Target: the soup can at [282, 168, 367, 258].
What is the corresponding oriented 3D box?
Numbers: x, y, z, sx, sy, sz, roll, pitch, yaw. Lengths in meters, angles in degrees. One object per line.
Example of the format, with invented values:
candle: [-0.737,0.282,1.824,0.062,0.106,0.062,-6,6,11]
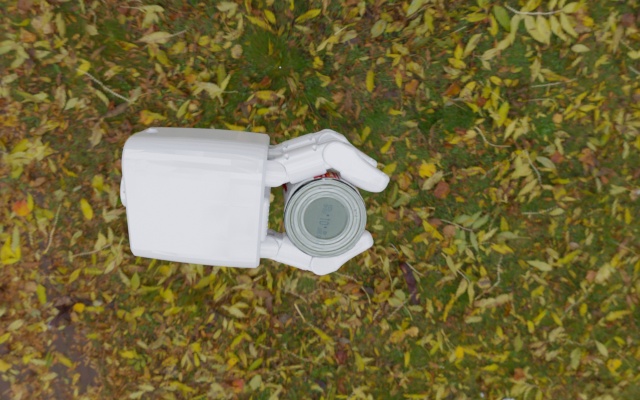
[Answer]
soup can: [0.001,0.002,0.420,0.068,0.068,0.102,0,16,-5]
